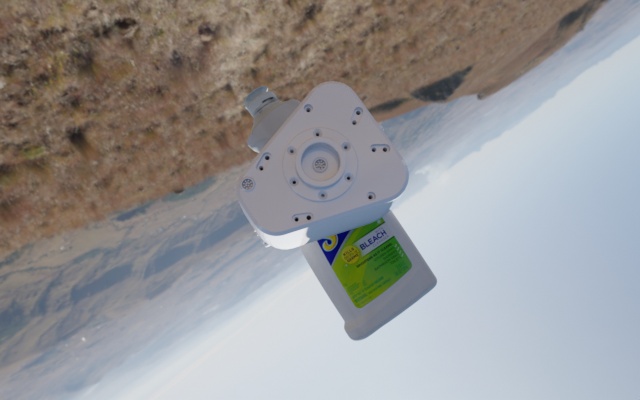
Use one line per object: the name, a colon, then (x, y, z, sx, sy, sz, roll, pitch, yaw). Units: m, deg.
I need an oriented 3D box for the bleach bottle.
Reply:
bleach bottle: (0.000, 0.002, 0.463, 0.102, 0.251, 0.068, -35, -6, -7)
